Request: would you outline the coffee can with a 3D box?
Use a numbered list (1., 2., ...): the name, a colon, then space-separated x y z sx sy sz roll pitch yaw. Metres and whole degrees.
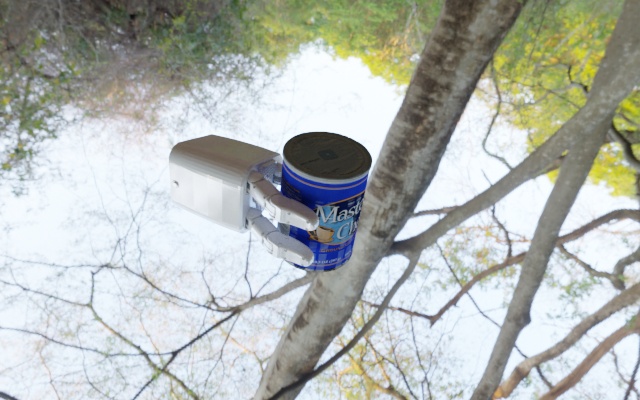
1. coffee can: 0.000 0.002 0.580 0.103 0.140 0.102 6 37 -4
